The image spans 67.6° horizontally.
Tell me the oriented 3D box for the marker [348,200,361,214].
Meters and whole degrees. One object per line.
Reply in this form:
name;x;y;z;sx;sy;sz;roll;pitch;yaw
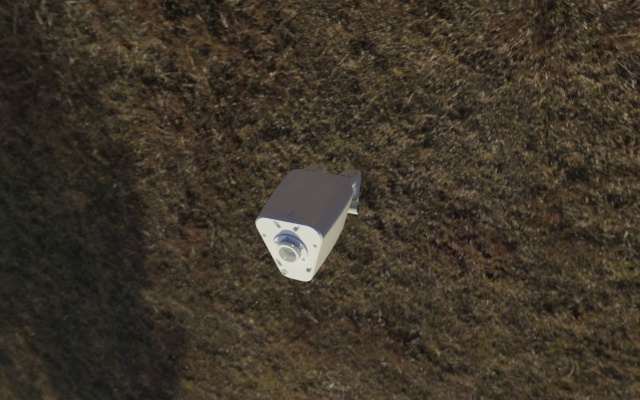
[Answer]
marker;0.000;0.002;0.716;0.121;0.020;0.020;9;3;22
